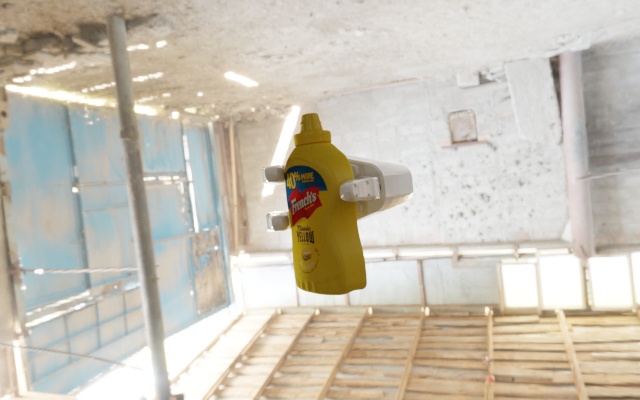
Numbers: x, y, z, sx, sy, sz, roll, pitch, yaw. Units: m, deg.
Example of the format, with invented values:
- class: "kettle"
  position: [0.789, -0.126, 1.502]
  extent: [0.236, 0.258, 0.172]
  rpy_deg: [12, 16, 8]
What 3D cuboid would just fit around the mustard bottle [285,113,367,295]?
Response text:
- class: "mustard bottle"
  position: [0.000, 0.002, 0.519]
  extent: [0.058, 0.191, 0.096]
  rpy_deg: [-7, 2, -34]
